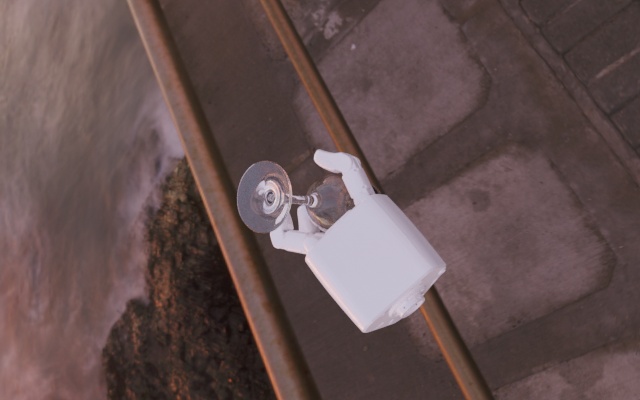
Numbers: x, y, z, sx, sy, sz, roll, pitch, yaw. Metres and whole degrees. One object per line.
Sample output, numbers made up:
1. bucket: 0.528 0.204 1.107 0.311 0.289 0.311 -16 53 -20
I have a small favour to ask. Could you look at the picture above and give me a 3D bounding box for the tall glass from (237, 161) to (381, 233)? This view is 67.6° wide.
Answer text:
1. tall glass: 0.000 0.002 0.565 0.079 0.079 0.201 0 -3 36
